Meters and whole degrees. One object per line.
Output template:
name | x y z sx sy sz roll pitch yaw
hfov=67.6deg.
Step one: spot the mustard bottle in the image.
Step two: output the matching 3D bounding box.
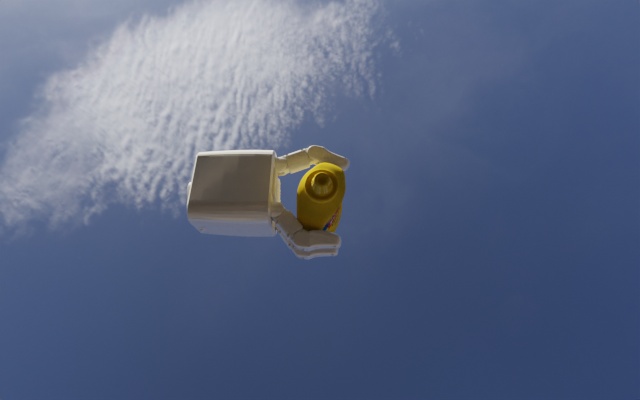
mustard bottle | 0.000 0.002 0.640 0.058 0.096 0.192 23 -15 6
